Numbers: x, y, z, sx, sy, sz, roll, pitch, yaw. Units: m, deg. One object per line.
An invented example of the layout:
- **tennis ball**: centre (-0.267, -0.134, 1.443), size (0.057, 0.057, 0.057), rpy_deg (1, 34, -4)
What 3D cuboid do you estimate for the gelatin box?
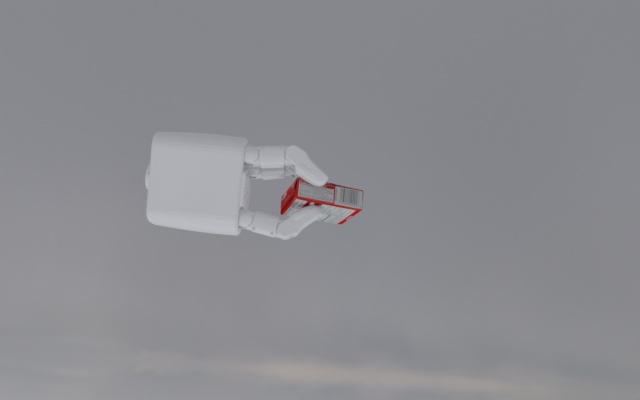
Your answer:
- **gelatin box**: centre (0.000, 0.002, 0.606), size (0.089, 0.030, 0.073), rpy_deg (11, -21, -15)
